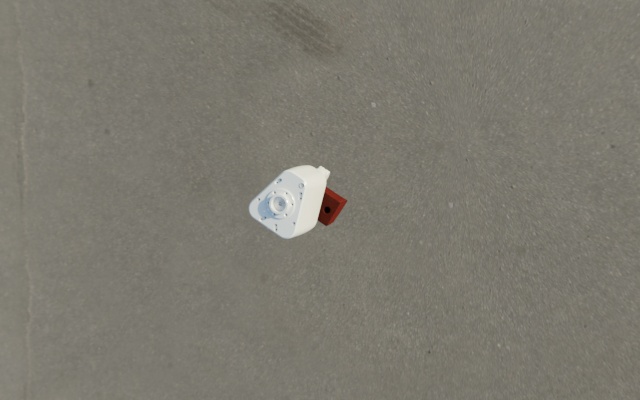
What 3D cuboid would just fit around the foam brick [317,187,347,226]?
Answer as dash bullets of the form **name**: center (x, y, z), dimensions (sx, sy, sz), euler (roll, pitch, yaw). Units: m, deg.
- **foam brick**: center (0.000, 0.003, 0.885), dimensions (0.078, 0.053, 0.051), euler (33, 14, 10)
